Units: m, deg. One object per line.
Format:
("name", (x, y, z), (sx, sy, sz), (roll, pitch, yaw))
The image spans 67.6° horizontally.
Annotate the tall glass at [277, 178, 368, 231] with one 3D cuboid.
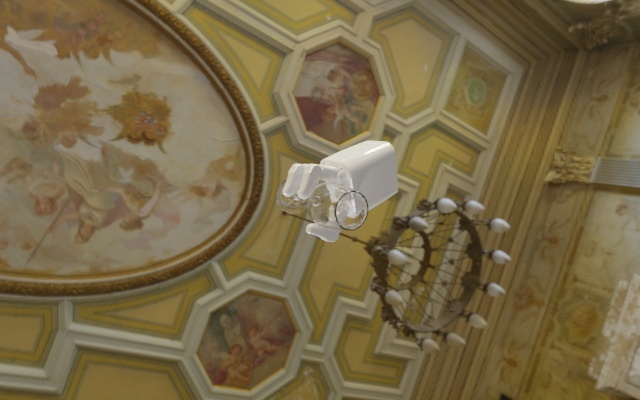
("tall glass", (0.000, 0.003, 0.818), (0.079, 0.079, 0.201), (0, 8, -29))
